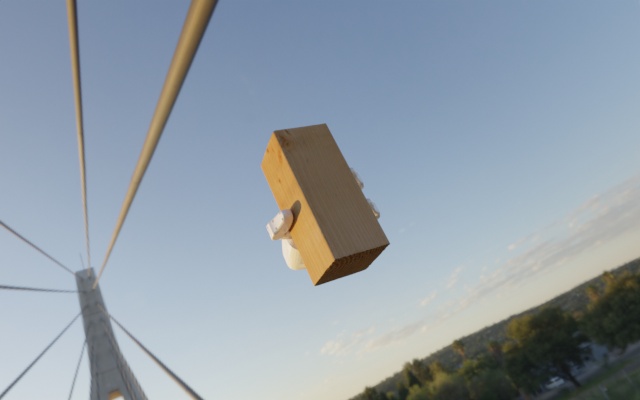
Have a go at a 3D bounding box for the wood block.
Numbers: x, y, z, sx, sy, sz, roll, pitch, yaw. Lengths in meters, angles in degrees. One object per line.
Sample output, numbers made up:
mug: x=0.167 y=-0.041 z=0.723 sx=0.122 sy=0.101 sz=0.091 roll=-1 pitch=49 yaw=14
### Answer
wood block: x=0.000 y=0.002 z=0.679 sx=0.091 sy=0.206 sz=0.090 roll=-14 pitch=-26 yaw=-28
